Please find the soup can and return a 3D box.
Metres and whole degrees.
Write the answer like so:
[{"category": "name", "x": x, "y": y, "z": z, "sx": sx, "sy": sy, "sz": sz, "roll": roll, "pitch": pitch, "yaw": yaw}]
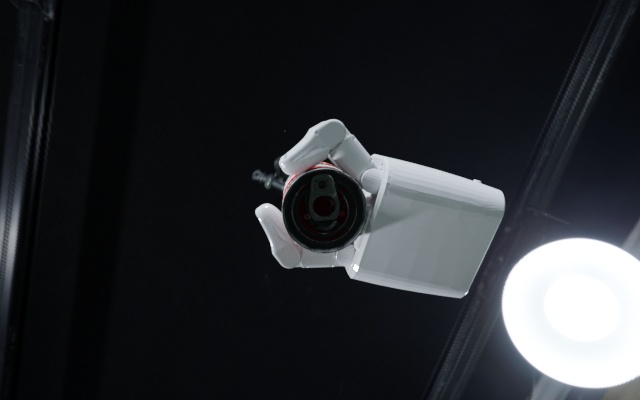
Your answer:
[{"category": "soup can", "x": 0.000, "y": 0.001, "z": 0.424, "sx": 0.068, "sy": 0.068, "sz": 0.102, "roll": 0, "pitch": 8, "yaw": -4}]
